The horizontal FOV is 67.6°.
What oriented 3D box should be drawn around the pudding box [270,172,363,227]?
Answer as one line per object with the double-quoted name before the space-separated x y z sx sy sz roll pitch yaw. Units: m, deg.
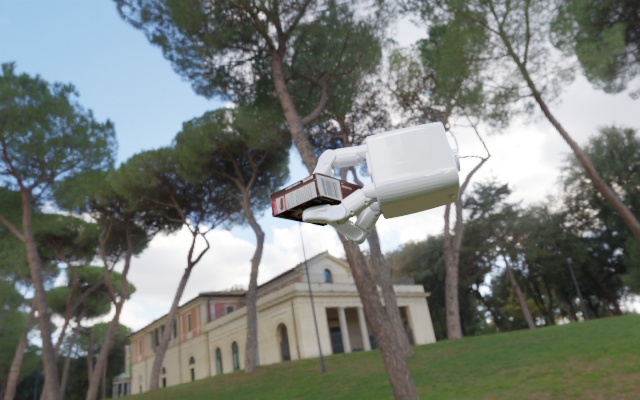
"pudding box" 0.000 0.002 0.670 0.090 0.039 0.113 -24 -27 35
